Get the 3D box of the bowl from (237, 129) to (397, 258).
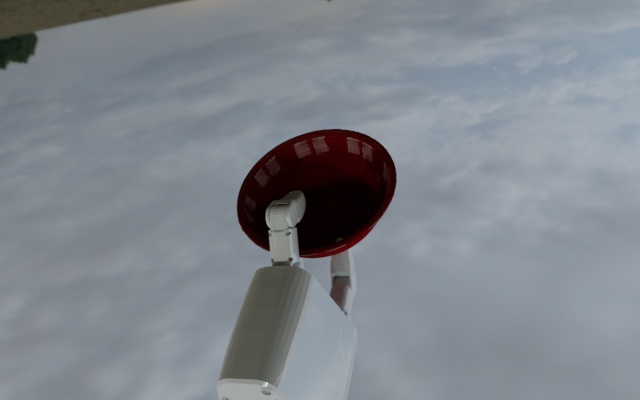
[{"bbox_3d":[0.001,0.001,0.486,0.162,0.162,0.055,0,-38,20],"label":"bowl"}]
